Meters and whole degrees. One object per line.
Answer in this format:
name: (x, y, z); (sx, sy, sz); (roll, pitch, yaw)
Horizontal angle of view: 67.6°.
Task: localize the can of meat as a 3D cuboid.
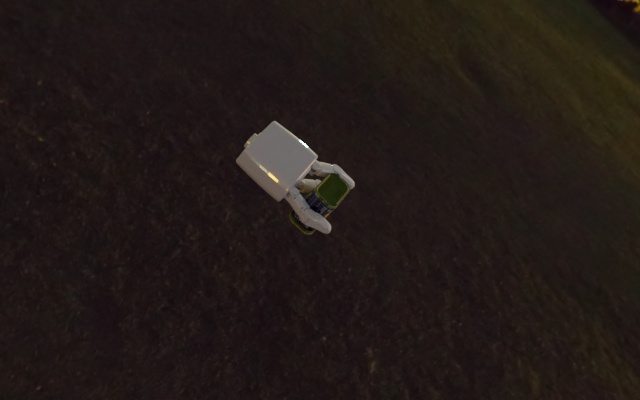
can of meat: (0.000, 0.003, 0.887); (0.084, 0.057, 0.102); (-46, 2, 35)
